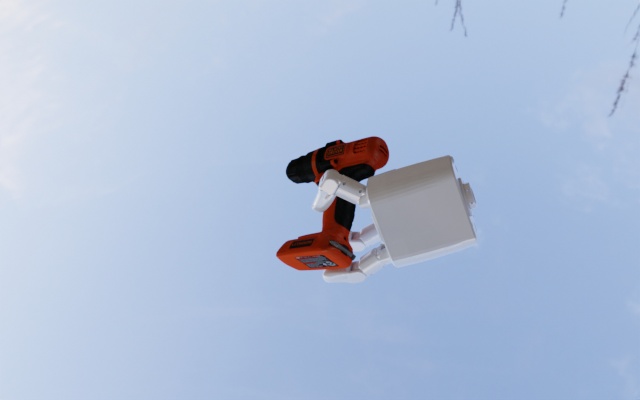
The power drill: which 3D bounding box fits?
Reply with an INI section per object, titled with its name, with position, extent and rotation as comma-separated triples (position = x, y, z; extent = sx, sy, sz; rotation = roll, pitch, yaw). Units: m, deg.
[power drill]
position = 0.000, 0.003, 0.668
extent = 0.184, 0.187, 0.057
rotation = -11, -36, 43
